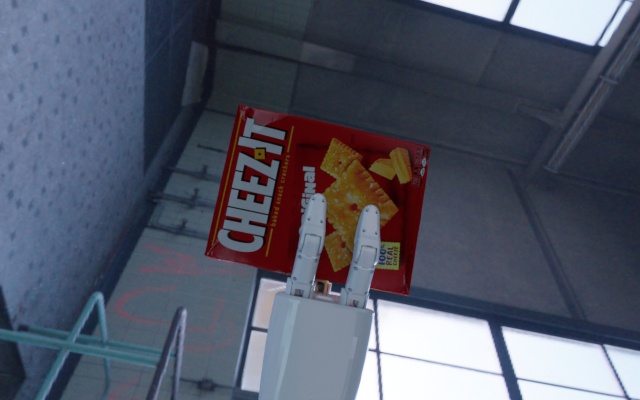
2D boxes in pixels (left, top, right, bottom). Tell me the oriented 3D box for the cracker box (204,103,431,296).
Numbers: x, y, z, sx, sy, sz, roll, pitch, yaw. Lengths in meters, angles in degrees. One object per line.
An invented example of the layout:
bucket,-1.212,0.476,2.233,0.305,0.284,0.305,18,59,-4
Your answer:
cracker box,0.000,0.002,0.516,0.214,0.164,0.072,12,-7,-6
